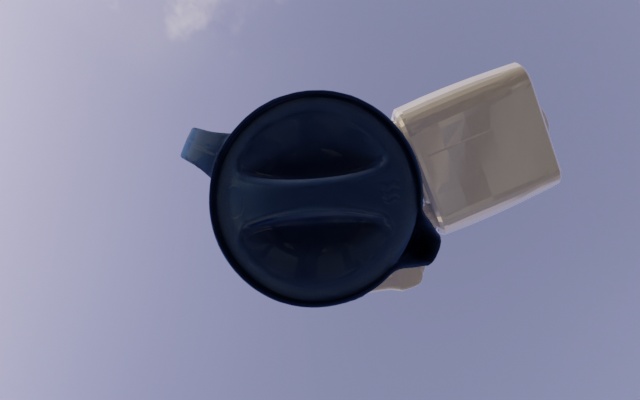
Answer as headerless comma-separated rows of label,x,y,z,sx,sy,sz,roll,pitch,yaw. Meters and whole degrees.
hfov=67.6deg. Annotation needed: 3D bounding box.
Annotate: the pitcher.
pitcher,0.000,0.001,0.404,0.145,0.149,0.243,-23,-7,5
